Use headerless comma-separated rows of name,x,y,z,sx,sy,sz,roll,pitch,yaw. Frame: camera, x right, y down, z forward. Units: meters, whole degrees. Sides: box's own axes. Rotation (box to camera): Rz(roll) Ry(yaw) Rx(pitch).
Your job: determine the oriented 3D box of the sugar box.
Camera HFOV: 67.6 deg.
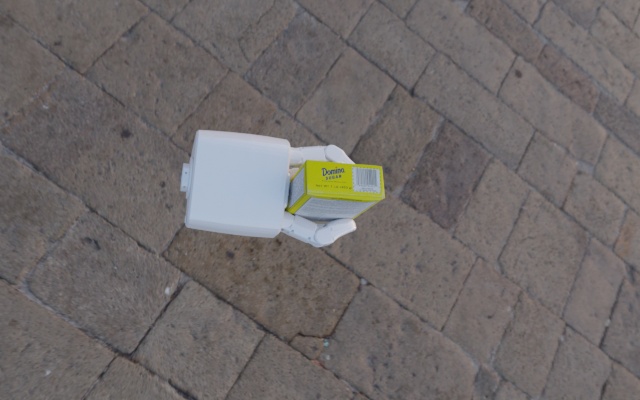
sugar box,0.000,0.001,0.593,0.093,0.048,0.176,4,-16,-19
